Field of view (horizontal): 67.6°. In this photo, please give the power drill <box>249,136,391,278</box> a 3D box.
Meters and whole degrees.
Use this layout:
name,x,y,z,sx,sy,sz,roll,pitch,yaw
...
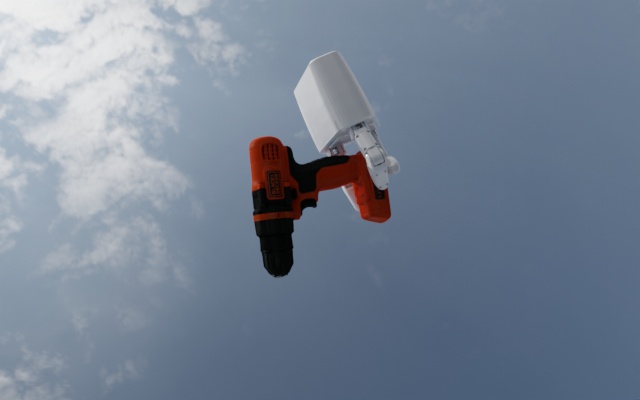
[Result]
name,x,y,z,sx,sy,sz,roll,pitch,yaw
power drill,0.000,0.002,0.646,0.187,0.184,0.057,-5,-4,-22
